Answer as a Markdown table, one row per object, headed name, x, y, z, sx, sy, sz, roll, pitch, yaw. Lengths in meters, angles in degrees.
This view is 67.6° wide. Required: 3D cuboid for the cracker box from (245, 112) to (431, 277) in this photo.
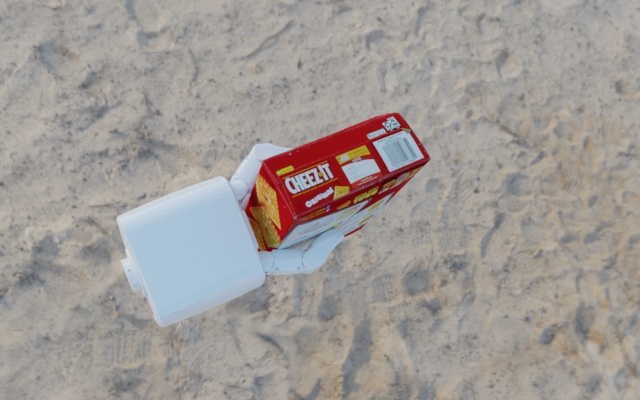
| name | x | y | z | sx | sy | sz | roll | pitch | yaw |
| --- | --- | --- | --- | --- | --- | --- | --- | --- | --- |
| cracker box | 0.000 | 0.002 | 0.541 | 0.164 | 0.072 | 0.214 | -24 | -14 | -25 |
